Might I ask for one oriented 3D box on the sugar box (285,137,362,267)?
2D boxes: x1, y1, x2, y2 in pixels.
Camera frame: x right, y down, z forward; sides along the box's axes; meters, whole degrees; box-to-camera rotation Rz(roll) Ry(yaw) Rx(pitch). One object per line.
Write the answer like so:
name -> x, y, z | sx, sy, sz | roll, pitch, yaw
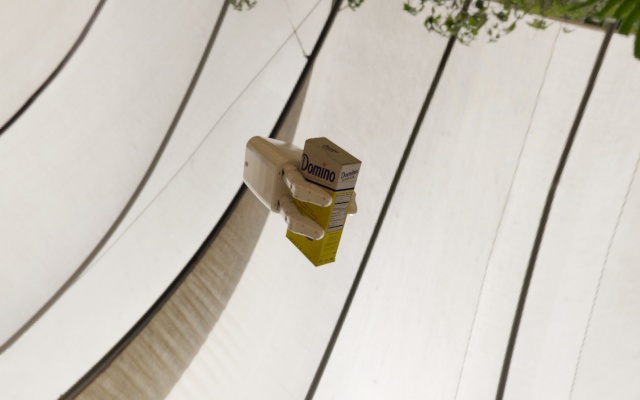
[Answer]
sugar box -> 0.000, 0.002, 0.723 | 0.048, 0.176, 0.093 | -12, 36, -36
